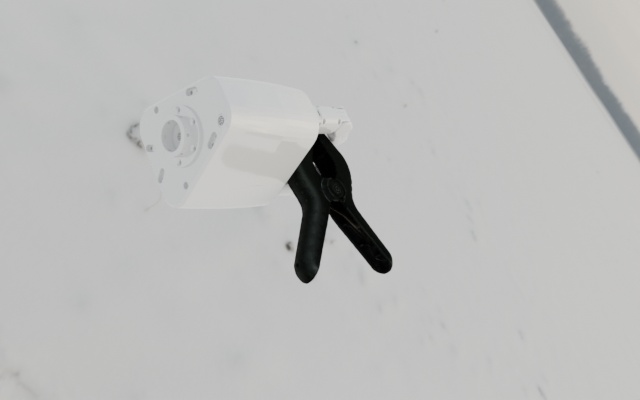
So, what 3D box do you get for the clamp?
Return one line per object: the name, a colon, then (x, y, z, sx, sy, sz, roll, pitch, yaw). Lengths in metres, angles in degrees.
clamp: (0.000, 0.001, 0.460, 0.039, 0.171, 0.120, -35, -17, 34)
